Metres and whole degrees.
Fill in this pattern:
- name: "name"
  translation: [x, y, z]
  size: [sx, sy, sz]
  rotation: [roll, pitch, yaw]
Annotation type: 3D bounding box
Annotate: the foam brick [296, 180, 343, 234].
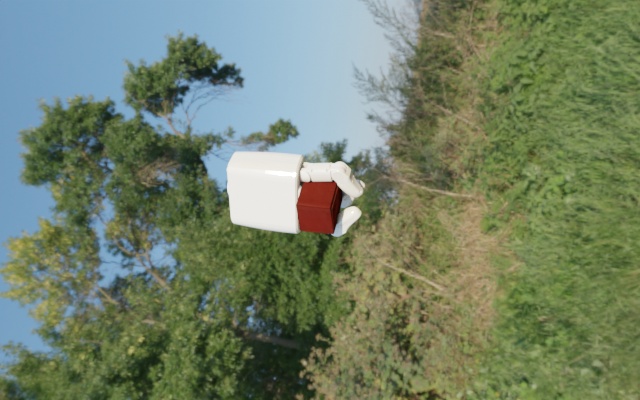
- name: "foam brick"
  translation: [0.000, 0.002, 0.686]
  size: [0.051, 0.053, 0.078]
  rotation: [5, 43, 11]
